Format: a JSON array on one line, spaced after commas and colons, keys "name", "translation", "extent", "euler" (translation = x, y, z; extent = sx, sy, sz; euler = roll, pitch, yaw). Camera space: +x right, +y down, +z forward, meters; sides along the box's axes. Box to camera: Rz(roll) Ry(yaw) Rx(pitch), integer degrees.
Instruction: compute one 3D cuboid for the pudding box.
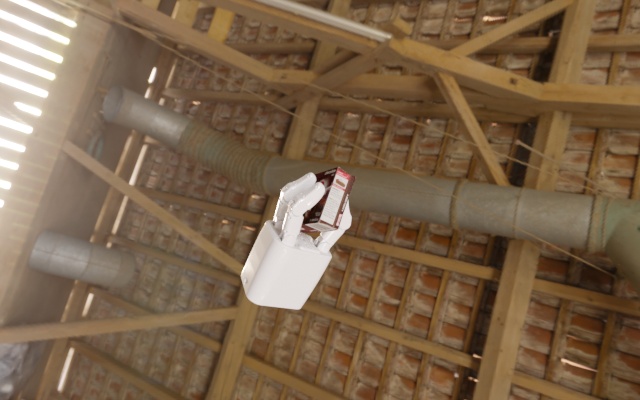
[{"name": "pudding box", "translation": [0.000, 0.003, 0.736], "extent": [0.039, 0.090, 0.113], "euler": [26, -17, -25]}]
